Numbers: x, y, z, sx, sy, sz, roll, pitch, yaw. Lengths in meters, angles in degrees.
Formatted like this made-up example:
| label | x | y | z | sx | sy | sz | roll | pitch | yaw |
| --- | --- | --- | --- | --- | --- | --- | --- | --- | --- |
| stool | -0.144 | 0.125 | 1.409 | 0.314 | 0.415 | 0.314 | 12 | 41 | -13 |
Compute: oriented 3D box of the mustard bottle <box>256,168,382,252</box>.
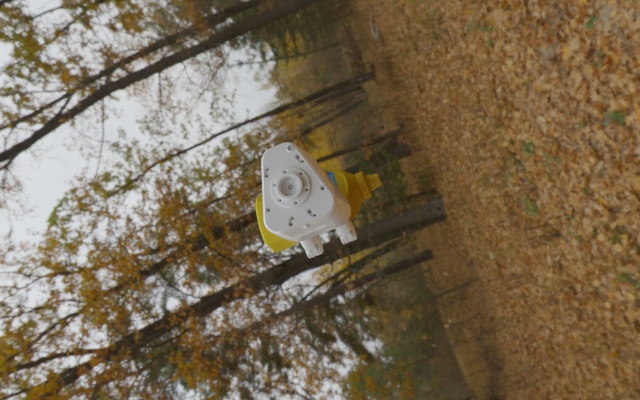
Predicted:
| label | x | y | z | sx | sy | sz | roll | pitch | yaw |
| --- | --- | --- | --- | --- | --- | --- | --- | --- | --- |
| mustard bottle | 0.000 | 0.003 | 0.723 | 0.191 | 0.096 | 0.058 | -22 | -37 | 8 |
